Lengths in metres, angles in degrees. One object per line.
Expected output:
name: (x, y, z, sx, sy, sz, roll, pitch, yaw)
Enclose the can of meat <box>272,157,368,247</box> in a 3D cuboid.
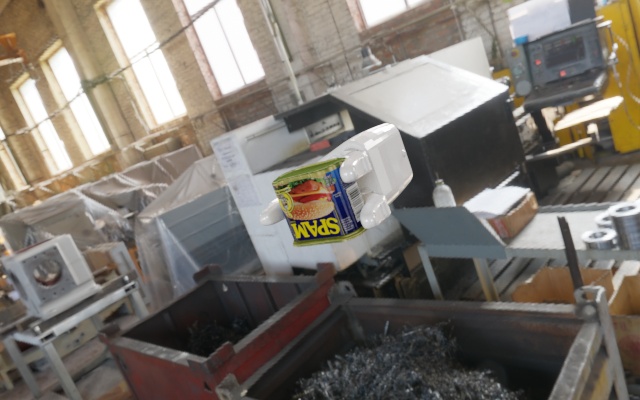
can of meat: (0.000, 0.002, 0.551, 0.102, 0.084, 0.057, -11, 15, 41)
